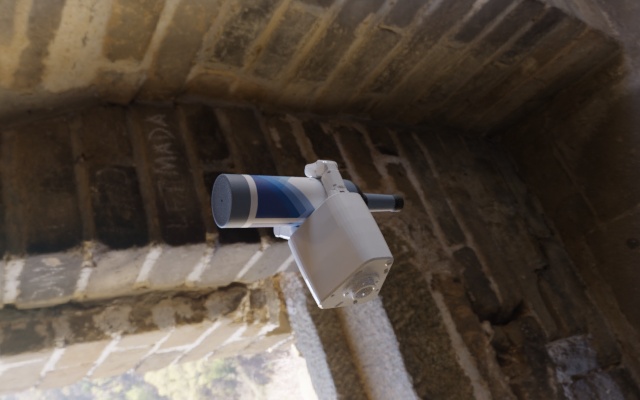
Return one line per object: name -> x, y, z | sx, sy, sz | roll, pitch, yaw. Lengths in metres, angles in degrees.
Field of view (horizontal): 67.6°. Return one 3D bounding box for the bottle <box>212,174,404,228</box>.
bottle -> 0.000, 0.002, 0.669 | 0.296, 0.069, 0.069 | 1, -1, -34
